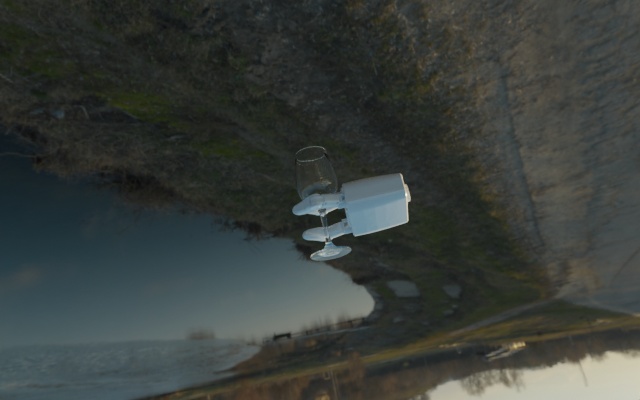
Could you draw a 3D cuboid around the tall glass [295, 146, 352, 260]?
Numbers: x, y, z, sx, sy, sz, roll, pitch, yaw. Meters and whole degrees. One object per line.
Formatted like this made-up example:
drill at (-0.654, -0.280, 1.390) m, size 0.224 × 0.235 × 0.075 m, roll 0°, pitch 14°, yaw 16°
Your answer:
tall glass at (0.000, 0.004, 0.875) m, size 0.079 × 0.201 × 0.079 m, roll -11°, pitch -20°, yaw -4°
